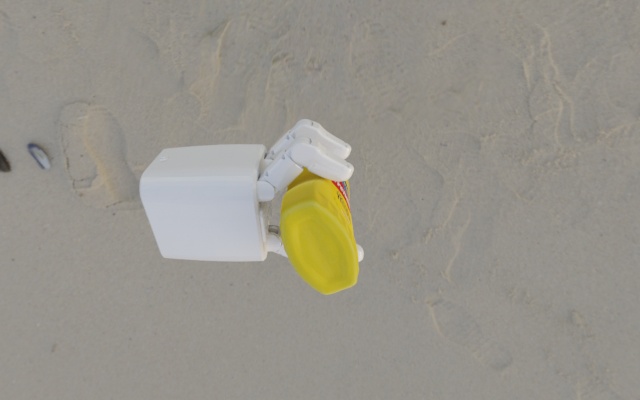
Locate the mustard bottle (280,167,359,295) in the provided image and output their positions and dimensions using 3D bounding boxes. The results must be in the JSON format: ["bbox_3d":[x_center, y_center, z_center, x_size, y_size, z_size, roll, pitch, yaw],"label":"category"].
[{"bbox_3d":[0.000,0.002,0.482,0.058,0.096,0.191,-23,24,11],"label":"mustard bottle"}]
